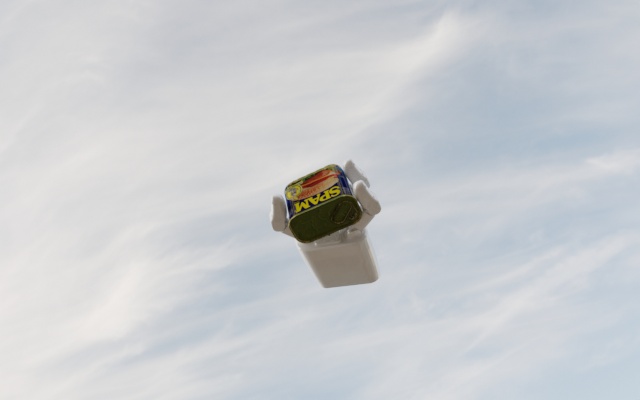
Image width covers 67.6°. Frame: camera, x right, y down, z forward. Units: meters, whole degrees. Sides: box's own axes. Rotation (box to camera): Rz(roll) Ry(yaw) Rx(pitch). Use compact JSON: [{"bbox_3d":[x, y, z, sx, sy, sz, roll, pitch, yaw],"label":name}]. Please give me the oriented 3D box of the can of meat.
[{"bbox_3d":[0.000,0.002,0.694,0.102,0.057,0.084,-23,39,6],"label":"can of meat"}]
